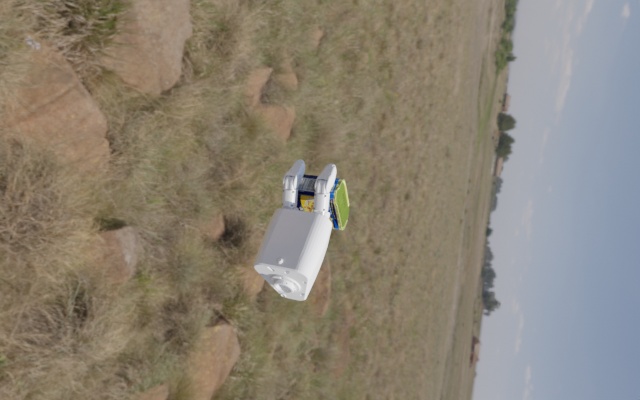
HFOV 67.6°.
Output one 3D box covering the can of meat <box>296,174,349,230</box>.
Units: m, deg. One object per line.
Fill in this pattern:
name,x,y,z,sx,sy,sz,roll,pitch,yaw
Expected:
can of meat,0.000,0.003,0.818,0.084,0.057,0.102,8,-39,19
